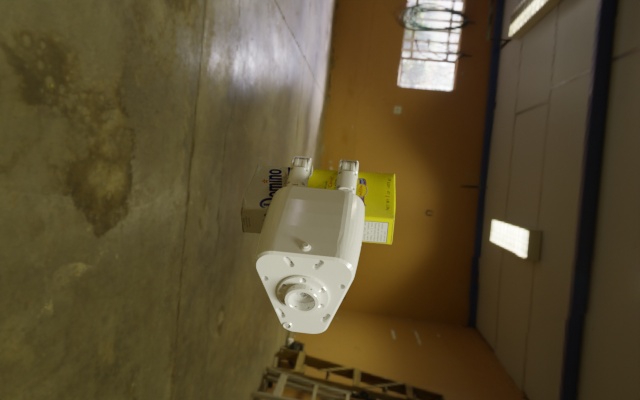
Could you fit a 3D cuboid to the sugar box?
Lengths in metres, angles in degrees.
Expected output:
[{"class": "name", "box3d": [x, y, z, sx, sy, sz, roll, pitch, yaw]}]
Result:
[{"class": "sugar box", "box3d": [0.000, 0.002, 0.577, 0.176, 0.048, 0.093, 6, 37, 4]}]
